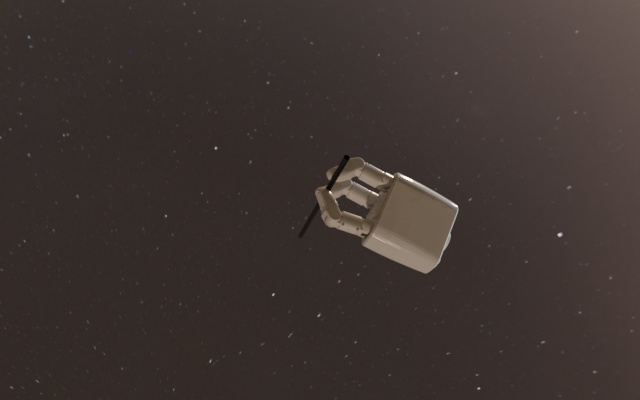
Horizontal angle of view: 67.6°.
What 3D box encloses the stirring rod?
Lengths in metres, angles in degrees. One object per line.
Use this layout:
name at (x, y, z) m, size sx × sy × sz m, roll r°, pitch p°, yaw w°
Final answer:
stirring rod at (0.000, 0.002, 0.723) m, size 0.011 × 0.011 × 0.240 m, roll 0°, pitch -29°, yaw -19°
